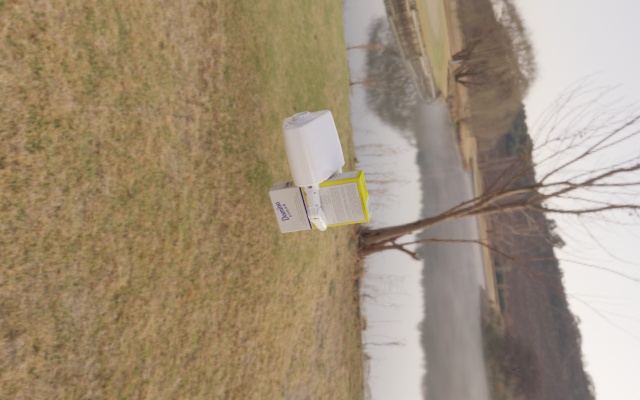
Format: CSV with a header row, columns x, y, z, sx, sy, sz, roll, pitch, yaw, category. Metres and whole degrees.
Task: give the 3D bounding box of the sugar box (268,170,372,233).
x,y,z,sx,sy,sz,roll,pitch,yaw,category
0.000,0.003,0.893,0.176,0.093,0.048,-6,24,18,sugar box
